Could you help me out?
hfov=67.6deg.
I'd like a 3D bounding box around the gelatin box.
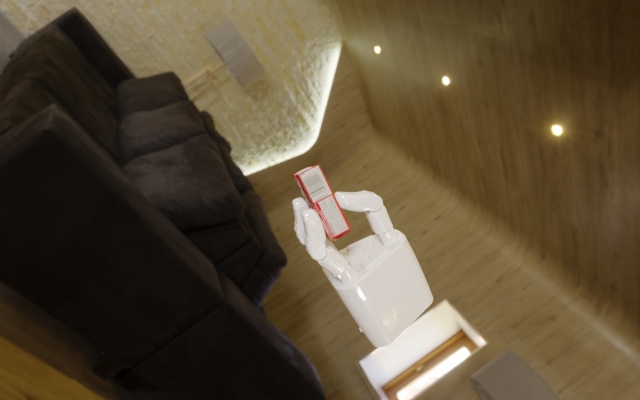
[{"bbox_3d":[0.000,0.001,0.587,0.030,0.089,0.073,-27,7,-6],"label":"gelatin box"}]
